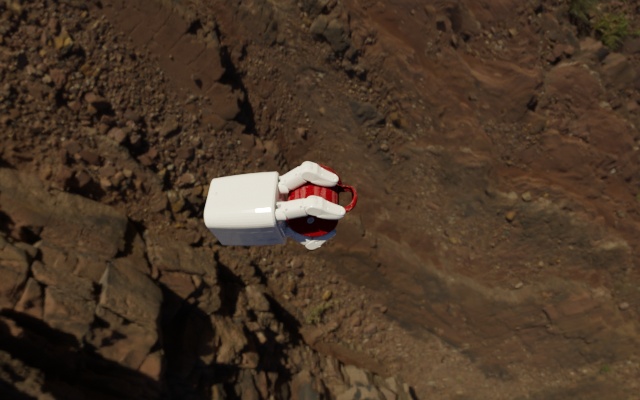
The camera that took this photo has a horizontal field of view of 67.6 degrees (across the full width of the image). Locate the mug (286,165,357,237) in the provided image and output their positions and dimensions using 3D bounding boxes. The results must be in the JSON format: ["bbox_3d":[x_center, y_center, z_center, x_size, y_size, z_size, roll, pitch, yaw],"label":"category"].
[{"bbox_3d":[0.002,0.003,0.757,0.117,0.081,0.093,-4,-43,6],"label":"mug"}]
